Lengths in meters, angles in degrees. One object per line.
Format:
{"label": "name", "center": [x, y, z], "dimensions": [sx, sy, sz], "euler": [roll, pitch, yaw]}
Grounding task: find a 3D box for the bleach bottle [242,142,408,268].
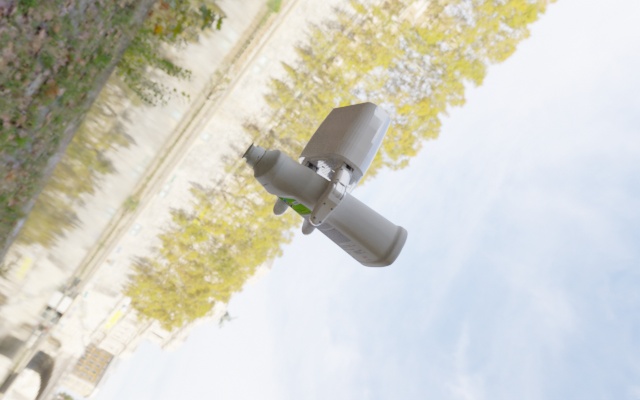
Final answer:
{"label": "bleach bottle", "center": [0.000, 0.002, 0.682], "dimensions": [0.251, 0.068, 0.102], "euler": [37, -21, -16]}
